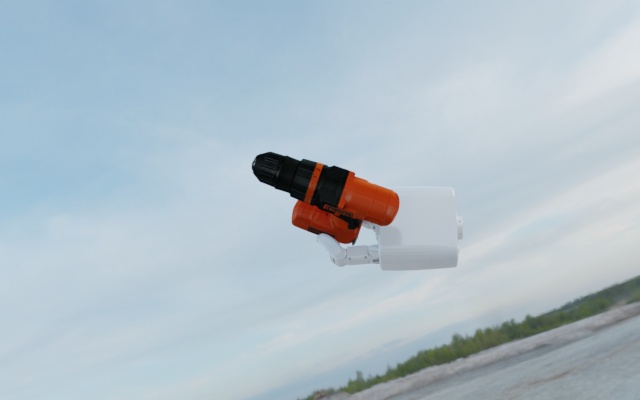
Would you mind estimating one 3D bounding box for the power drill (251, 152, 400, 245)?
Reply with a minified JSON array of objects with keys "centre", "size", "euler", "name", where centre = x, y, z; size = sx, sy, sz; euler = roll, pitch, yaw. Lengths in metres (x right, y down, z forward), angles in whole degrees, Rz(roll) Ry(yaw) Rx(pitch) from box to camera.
[{"centre":[0.000,0.002,0.642],"size":[0.184,0.057,0.188],"euler":[20,-14,1],"name":"power drill"}]
